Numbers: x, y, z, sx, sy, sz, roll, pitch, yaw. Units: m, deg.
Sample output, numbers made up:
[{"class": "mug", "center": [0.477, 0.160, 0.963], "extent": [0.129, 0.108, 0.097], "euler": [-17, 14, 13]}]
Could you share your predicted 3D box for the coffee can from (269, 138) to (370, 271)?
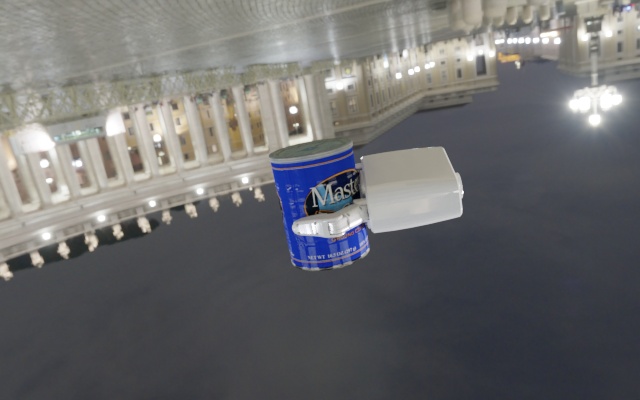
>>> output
[{"class": "coffee can", "center": [0.000, 0.002, 0.593], "extent": [0.103, 0.140, 0.102], "euler": [-10, 15, 3]}]
